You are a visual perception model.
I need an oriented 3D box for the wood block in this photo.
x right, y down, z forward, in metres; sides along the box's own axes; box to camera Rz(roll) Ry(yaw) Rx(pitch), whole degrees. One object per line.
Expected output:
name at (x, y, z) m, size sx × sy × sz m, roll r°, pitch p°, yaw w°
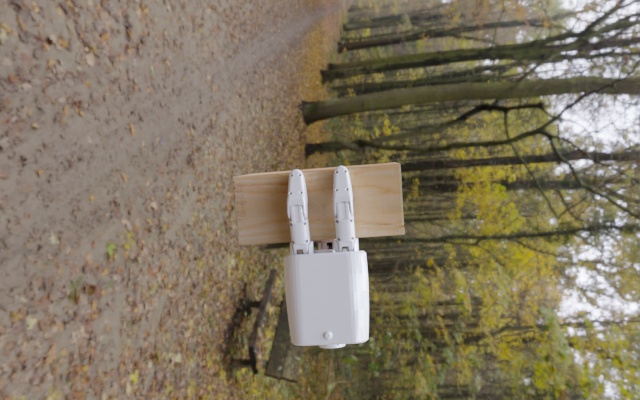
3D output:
wood block at (0.000, 0.002, 0.627) m, size 0.206 × 0.090 × 0.091 m, roll -4°, pitch 4°, yaw 5°
